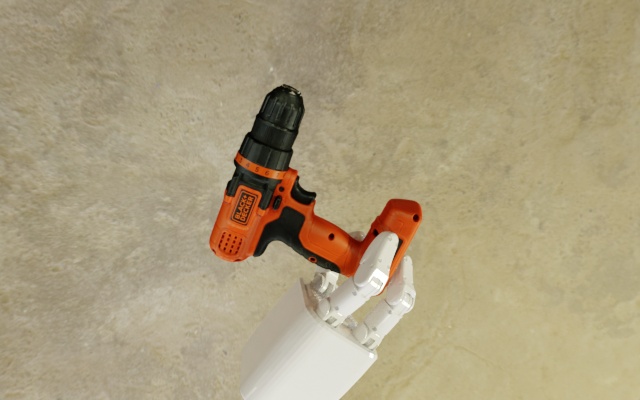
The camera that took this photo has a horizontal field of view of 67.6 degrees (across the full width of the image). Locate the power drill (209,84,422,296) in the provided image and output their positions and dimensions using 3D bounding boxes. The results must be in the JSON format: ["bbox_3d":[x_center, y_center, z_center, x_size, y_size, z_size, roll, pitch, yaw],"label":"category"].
[{"bbox_3d":[0.000,0.002,0.473,0.187,0.184,0.057,23,19,-4],"label":"power drill"}]
